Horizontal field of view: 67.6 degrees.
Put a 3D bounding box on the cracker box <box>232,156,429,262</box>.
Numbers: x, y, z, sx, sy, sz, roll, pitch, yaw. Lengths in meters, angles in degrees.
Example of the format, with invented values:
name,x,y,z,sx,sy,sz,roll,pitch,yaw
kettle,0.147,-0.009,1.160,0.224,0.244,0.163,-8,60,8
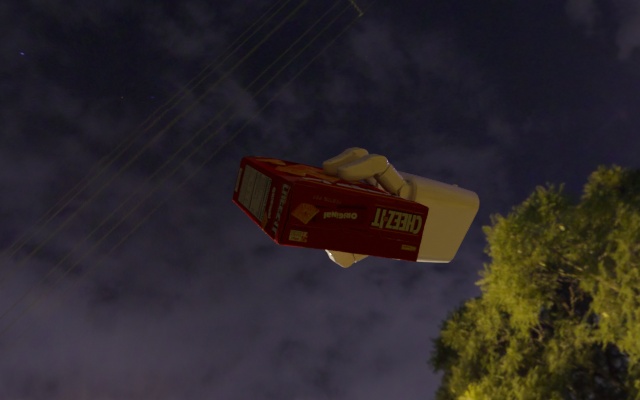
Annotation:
name,x,y,z,sx,sy,sz,roll,pitch,yaw
cracker box,0.000,0.002,0.576,0.164,0.072,0.213,9,8,-24
